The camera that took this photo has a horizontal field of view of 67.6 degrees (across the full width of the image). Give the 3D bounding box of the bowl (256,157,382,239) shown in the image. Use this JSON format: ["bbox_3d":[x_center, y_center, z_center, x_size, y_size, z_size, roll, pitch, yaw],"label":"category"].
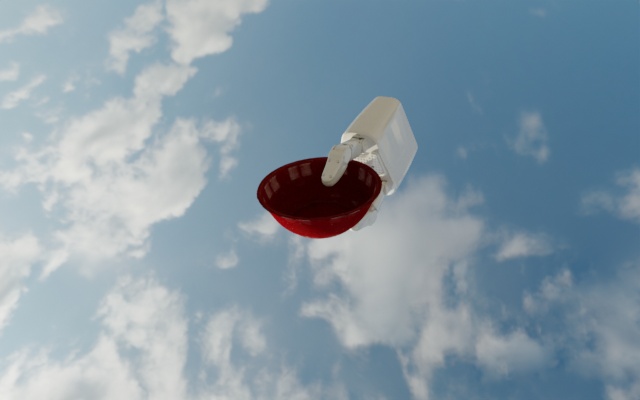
[{"bbox_3d":[-0.001,0.003,0.628,0.162,0.055,0.162,-4,31,2],"label":"bowl"}]
